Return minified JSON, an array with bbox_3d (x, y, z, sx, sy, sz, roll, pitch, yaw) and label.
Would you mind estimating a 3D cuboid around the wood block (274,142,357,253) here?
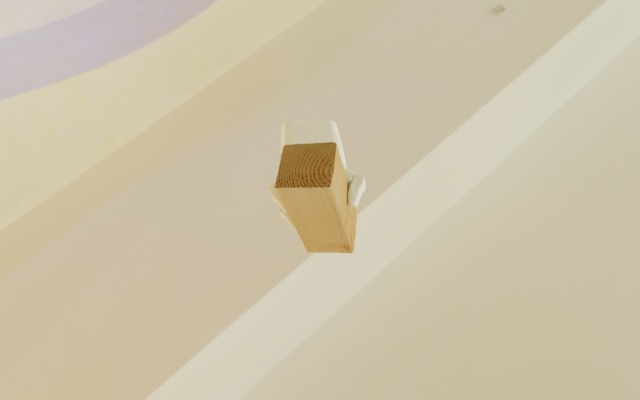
[{"bbox_3d":[0.001,0.002,0.817,0.091,0.090,0.206,-1,-34,15],"label":"wood block"}]
